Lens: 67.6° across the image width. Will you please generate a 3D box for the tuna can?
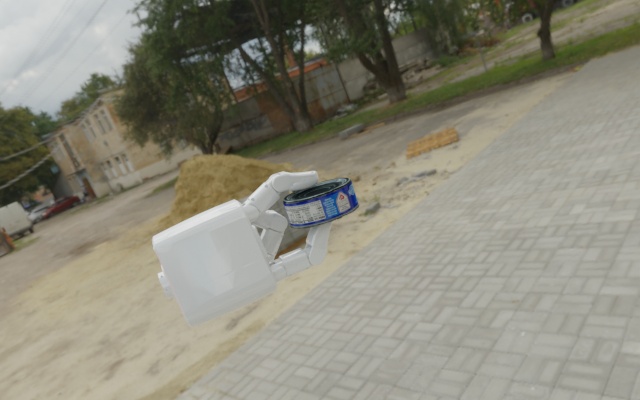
[{"bbox_3d":[0.000,0.001,0.561,0.086,0.034,0.086,-17,11,3],"label":"tuna can"}]
